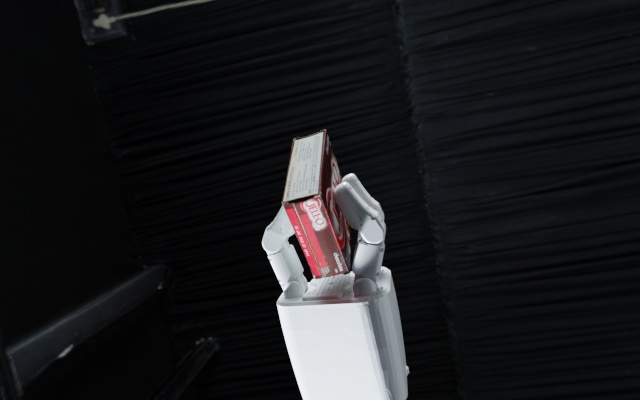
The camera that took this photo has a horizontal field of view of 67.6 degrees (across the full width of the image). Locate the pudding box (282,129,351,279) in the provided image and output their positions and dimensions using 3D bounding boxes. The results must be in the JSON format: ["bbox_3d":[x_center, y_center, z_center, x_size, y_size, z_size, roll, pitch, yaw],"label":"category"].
[{"bbox_3d":[0.000,0.002,0.441,0.039,0.090,0.113,-13,34,10],"label":"pudding box"}]
